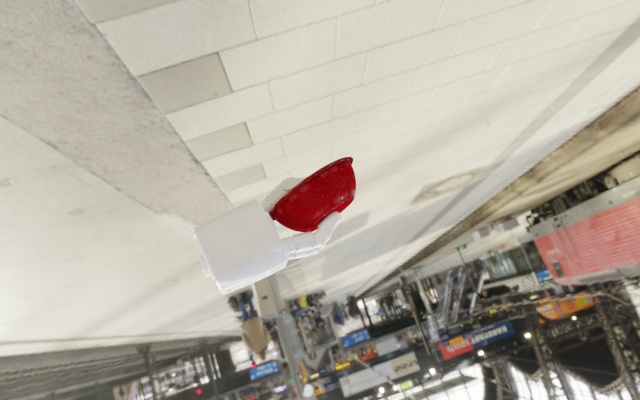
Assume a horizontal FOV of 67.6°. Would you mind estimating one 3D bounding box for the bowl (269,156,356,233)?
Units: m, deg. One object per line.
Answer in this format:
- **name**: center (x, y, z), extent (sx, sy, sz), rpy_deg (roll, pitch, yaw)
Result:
- **bowl**: center (0.001, 0.002, 0.739), extent (0.162, 0.055, 0.162), rpy_deg (-35, -10, -7)
